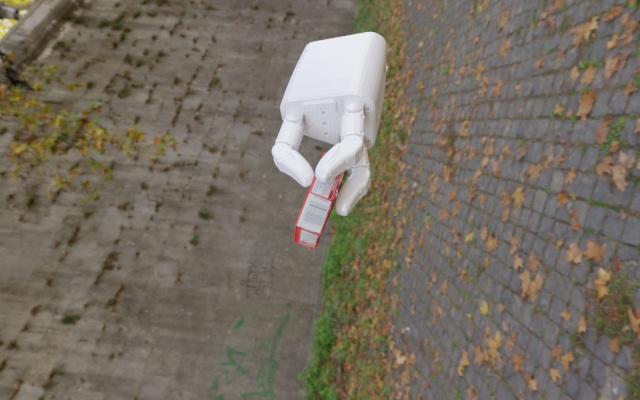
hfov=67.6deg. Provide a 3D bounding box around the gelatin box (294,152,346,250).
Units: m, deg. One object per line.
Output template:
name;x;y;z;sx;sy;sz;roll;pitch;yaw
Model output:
gelatin box;0.000;0.002;0.516;0.030;0.089;0.073;21;-18;2
